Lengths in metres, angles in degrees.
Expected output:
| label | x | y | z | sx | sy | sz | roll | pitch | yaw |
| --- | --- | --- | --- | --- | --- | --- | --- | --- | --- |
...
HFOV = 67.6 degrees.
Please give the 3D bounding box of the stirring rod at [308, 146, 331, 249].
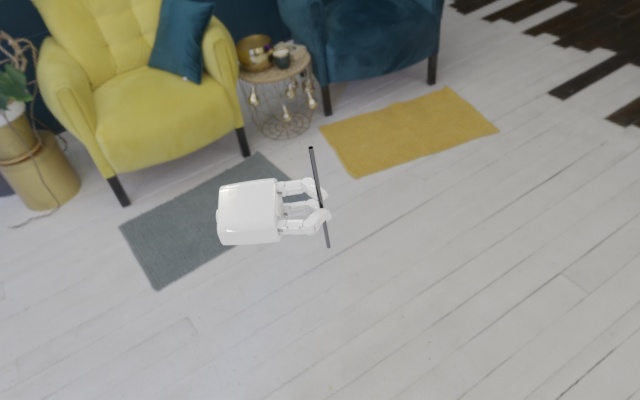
| label | x | y | z | sx | sy | sz | roll | pitch | yaw |
| --- | --- | --- | --- | --- | --- | --- | --- | --- | --- |
| stirring rod | 0.000 | 0.003 | 0.843 | 0.011 | 0.240 | 0.011 | -6 | 43 | 5 |
